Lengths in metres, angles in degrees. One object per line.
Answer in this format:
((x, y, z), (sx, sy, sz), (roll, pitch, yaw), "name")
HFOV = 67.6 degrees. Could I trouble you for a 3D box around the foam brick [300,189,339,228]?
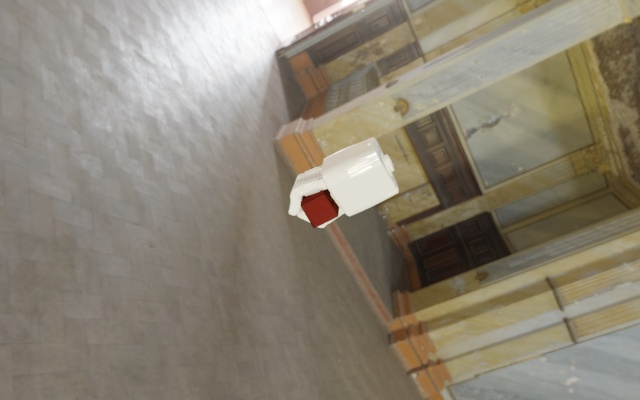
((0.000, 0.003, 0.877), (0.051, 0.053, 0.078), (-25, 22, 15), "foam brick")
